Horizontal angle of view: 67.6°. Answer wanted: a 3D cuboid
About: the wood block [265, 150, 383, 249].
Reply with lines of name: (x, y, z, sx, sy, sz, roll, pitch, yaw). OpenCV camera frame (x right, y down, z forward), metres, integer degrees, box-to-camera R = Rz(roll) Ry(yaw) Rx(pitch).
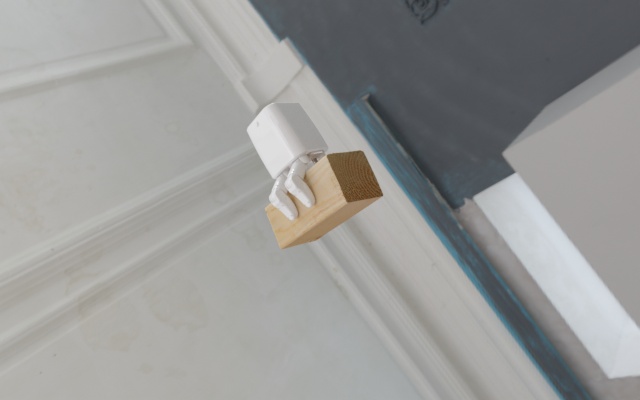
wood block: (0.000, 0.002, 0.848, 0.091, 0.090, 0.206, -12, -17, -41)
